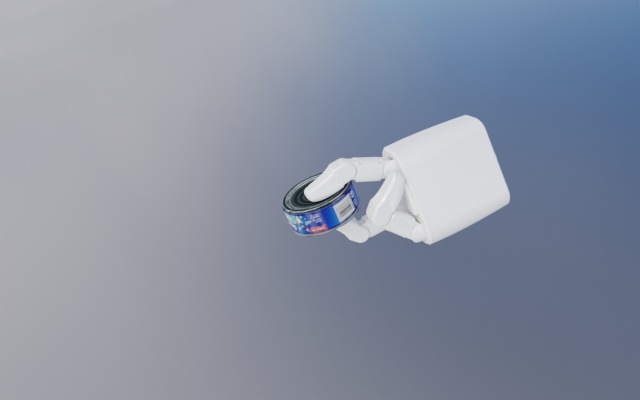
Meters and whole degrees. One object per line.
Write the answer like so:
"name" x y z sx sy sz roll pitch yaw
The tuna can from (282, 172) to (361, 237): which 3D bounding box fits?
"tuna can" 0.000 0.001 0.544 0.086 0.034 0.086 -19 28 10
